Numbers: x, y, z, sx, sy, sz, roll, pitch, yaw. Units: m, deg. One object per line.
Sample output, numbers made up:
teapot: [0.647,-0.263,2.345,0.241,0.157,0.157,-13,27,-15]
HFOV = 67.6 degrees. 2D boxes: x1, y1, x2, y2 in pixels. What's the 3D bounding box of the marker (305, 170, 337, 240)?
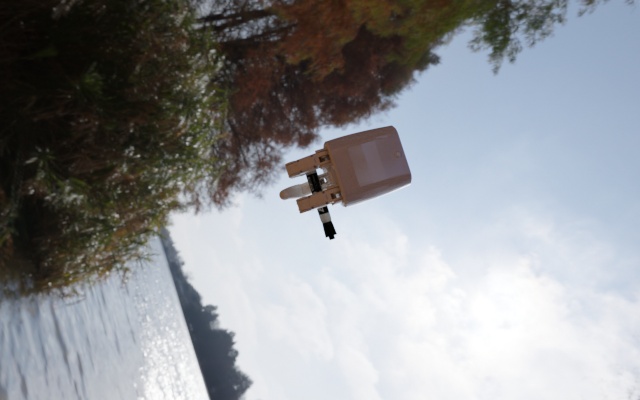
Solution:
marker: [0.000,0.002,0.735,0.020,0.121,0.020,-18,-1,0]
